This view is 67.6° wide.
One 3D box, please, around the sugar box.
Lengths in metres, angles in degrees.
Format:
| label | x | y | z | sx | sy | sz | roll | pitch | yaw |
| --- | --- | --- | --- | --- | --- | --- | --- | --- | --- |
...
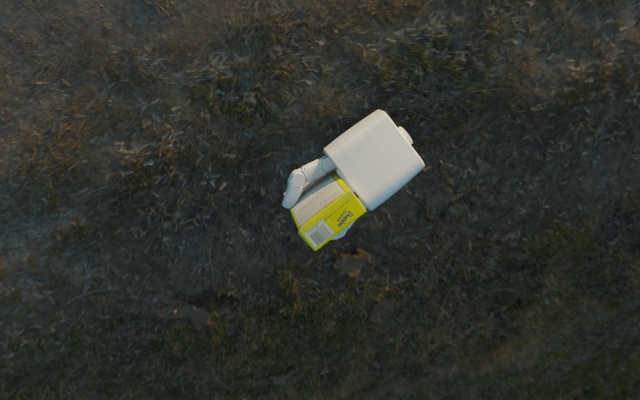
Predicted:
| label | x | y | z | sx | sy | sz | roll | pitch | yaw |
| --- | --- | --- | --- | --- | --- | --- | --- | --- | --- |
| sugar box | 0.001 | 0.003 | 0.722 | 0.093 | 0.048 | 0.176 | -38 | 18 | 3 |
